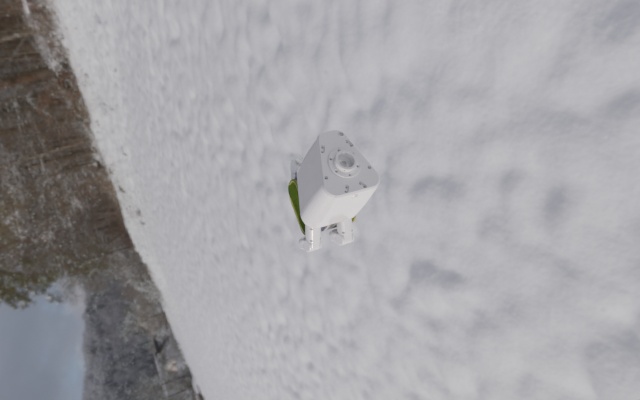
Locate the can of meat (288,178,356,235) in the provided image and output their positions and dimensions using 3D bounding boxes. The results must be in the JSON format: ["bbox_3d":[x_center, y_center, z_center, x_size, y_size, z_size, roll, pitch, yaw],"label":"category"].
[{"bbox_3d":[0.000,0.003,0.811,0.084,0.102,0.057,-14,-17,-24],"label":"can of meat"}]
